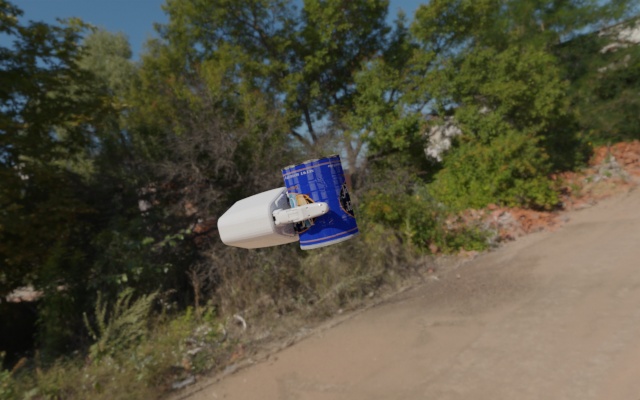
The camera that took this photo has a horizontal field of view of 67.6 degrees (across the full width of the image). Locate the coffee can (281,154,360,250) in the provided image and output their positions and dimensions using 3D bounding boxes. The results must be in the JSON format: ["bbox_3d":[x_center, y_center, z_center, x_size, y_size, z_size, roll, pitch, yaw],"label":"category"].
[{"bbox_3d":[0.000,0.003,0.808,0.103,0.140,0.103,-14,1,0],"label":"coffee can"}]
